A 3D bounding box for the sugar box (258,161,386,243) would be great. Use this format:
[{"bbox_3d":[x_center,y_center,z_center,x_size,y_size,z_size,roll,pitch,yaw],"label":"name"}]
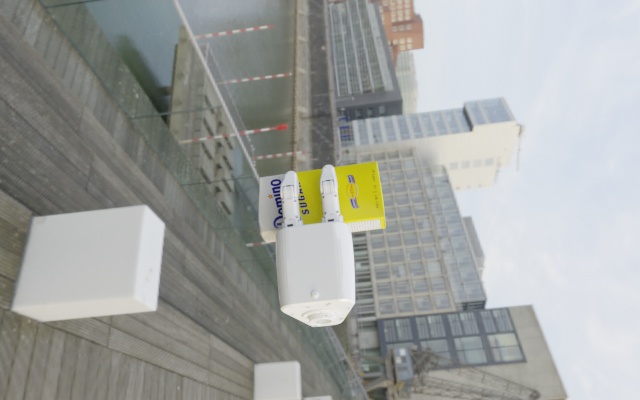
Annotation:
[{"bbox_3d":[0.000,0.002,0.687,0.176,0.093,0.048,-7,-29,4],"label":"sugar box"}]
